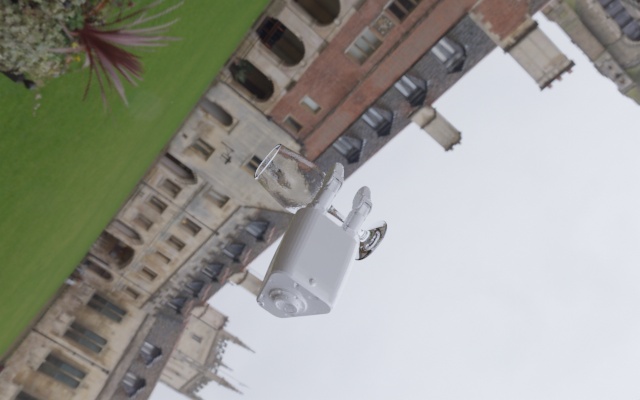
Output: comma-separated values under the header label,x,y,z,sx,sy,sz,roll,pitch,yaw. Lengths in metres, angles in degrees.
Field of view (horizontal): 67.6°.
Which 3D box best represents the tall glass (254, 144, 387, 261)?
label,x,y,z,sx,sy,sz,roll,pitch,yaw
tall glass,0.001,0.003,0.700,0.201,0.079,0.079,38,-12,-15
